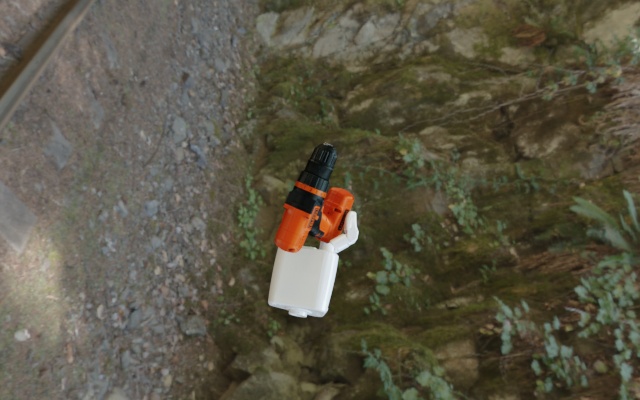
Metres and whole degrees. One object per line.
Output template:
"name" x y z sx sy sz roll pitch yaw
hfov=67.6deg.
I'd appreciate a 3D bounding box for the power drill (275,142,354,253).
"power drill" 0.000 0.003 0.826 0.057 0.184 0.188 25 2 22
